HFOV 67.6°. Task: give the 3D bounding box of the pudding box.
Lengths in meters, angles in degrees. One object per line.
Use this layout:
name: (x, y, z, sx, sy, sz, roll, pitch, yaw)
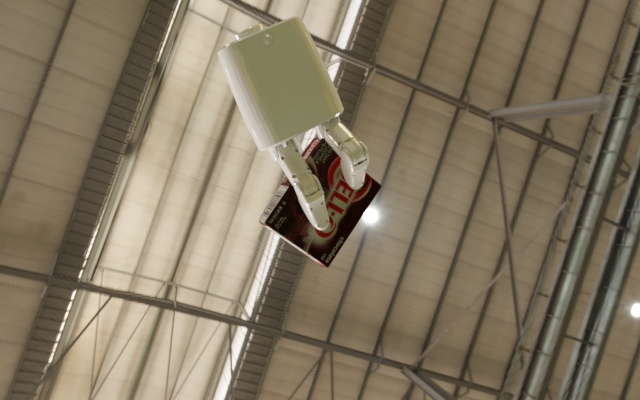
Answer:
pudding box: (0.000, 0.002, 0.521, 0.090, 0.113, 0.039, 37, -6, -20)
